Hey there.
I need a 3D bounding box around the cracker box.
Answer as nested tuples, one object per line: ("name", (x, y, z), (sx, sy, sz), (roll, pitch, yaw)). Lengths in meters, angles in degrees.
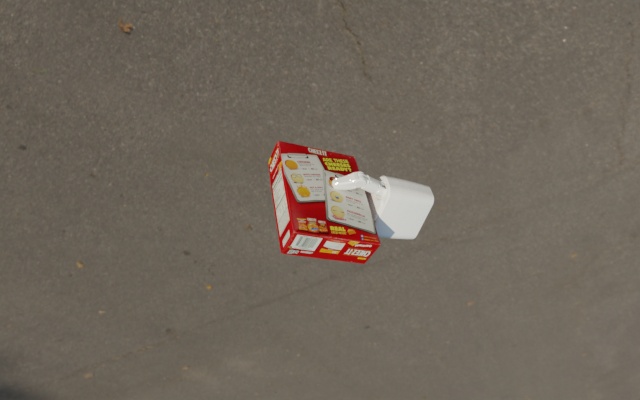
("cracker box", (0.000, 0.003, 0.855), (0.164, 0.213, 0.072), (9, -45, -25))
